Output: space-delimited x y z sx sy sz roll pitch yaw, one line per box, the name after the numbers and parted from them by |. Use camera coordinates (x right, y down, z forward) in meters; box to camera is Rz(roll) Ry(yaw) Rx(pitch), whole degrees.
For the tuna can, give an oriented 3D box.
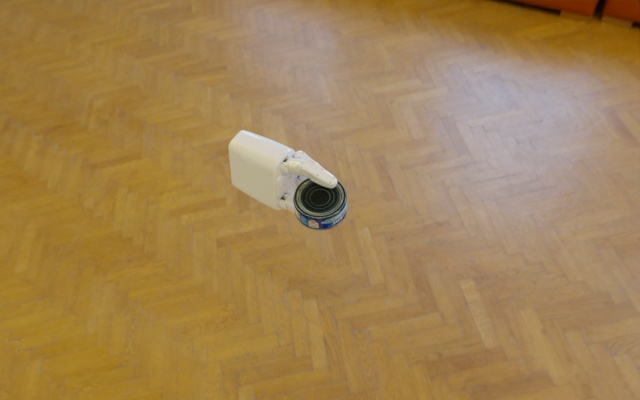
0.000 0.002 0.753 0.086 0.086 0.034 0 -35 4 | tuna can
